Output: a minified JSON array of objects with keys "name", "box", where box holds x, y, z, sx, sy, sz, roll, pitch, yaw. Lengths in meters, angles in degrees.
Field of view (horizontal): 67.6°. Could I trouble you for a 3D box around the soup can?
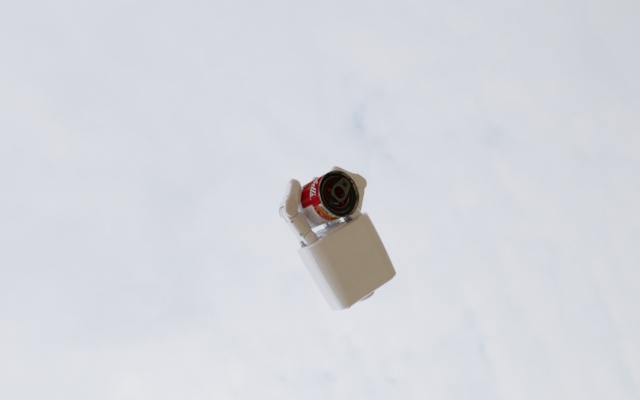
[{"name":"soup can","box":[0.000,0.002,0.703,0.068,0.068,0.102,0,-14,-33]}]
